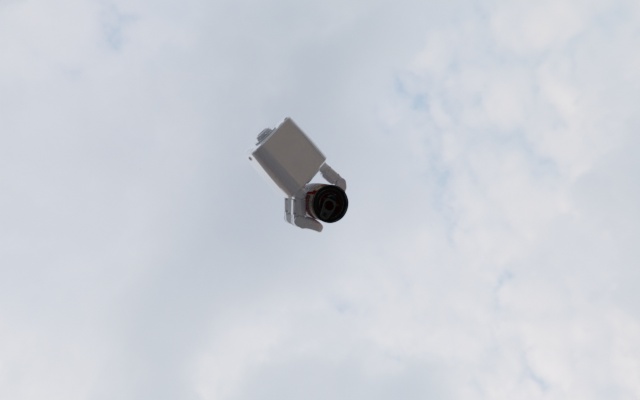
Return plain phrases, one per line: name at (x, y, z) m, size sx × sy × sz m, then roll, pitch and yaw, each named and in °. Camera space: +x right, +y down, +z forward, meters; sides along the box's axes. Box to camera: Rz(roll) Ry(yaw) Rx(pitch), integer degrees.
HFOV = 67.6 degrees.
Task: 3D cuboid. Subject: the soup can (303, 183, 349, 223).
soup can at (0.000, 0.003, 0.875) m, size 0.068 × 0.068 × 0.102 m, roll 0°, pitch 4°, yaw -21°
